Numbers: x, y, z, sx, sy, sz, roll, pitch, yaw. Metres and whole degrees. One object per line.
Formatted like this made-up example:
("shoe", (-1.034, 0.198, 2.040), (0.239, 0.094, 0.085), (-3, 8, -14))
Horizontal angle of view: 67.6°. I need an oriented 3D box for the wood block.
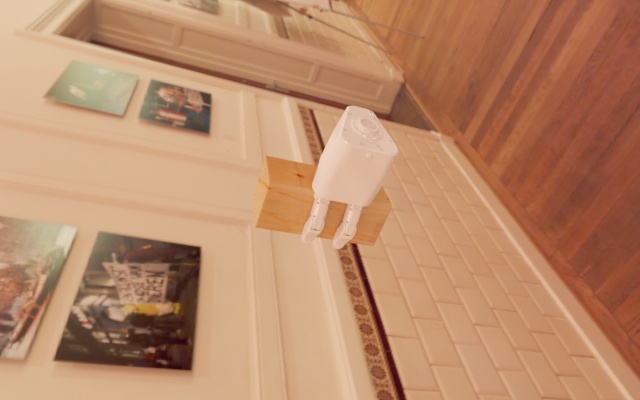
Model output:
("wood block", (0.000, 0.002, 0.797), (0.206, 0.090, 0.090), (11, 30, -18))
